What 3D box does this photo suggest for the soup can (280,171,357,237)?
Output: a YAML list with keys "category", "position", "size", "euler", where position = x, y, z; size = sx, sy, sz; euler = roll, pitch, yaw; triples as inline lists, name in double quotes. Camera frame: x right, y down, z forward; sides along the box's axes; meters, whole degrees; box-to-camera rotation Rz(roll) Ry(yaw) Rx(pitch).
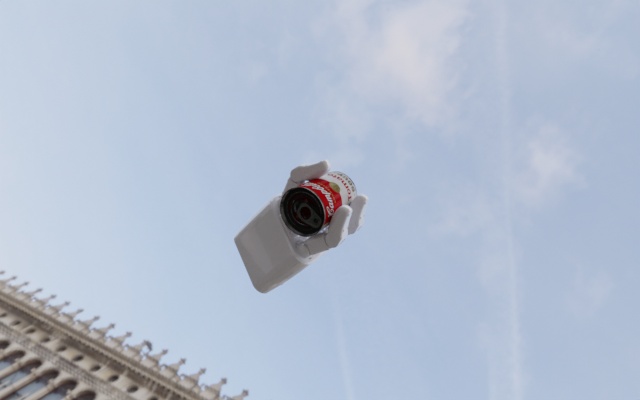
- category: "soup can"
  position: [0.001, 0.002, 0.658]
  size: [0.068, 0.068, 0.102]
  euler: [0, 15, 30]
